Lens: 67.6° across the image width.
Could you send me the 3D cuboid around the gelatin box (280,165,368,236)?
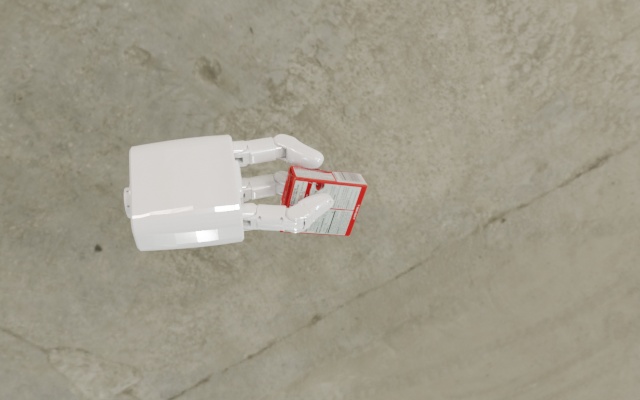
[{"bbox_3d":[0.001,0.002,0.543,0.089,0.073,0.030,5,32,-18],"label":"gelatin box"}]
